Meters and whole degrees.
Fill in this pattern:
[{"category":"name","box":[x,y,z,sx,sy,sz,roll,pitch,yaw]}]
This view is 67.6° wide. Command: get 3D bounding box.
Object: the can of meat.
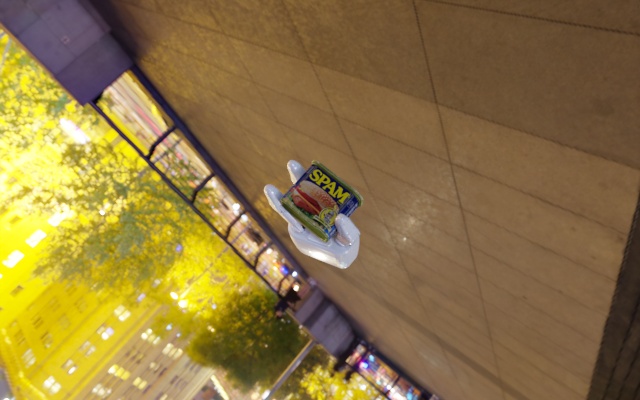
[{"category":"can of meat","box":[0.000,0.003,0.738,0.102,0.084,0.057,39,-14,13]}]
